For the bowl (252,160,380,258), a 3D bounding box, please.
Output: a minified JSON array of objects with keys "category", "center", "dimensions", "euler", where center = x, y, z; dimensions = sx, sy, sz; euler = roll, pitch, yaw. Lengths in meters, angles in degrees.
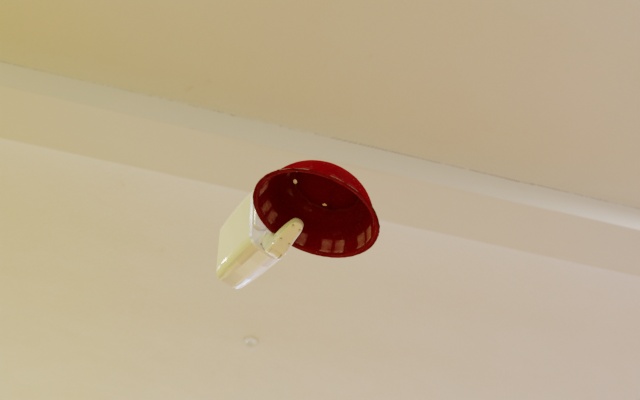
[{"category":"bowl","center":[0.001,0.001,0.597],"dimensions":[0.162,0.055,0.162],"euler":[13,-39,11]}]
